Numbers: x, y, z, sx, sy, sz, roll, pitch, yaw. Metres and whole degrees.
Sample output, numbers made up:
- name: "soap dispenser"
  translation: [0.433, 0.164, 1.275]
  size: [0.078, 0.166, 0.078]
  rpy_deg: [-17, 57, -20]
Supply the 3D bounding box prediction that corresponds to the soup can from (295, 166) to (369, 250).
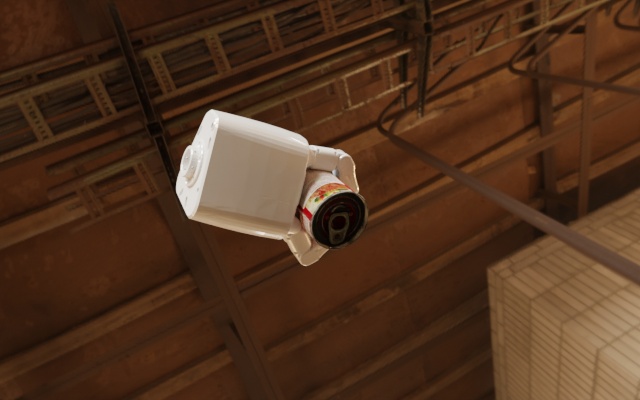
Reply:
- name: "soup can"
  translation: [0.000, 0.002, 0.539]
  size: [0.068, 0.068, 0.102]
  rpy_deg: [0, 24, -27]
